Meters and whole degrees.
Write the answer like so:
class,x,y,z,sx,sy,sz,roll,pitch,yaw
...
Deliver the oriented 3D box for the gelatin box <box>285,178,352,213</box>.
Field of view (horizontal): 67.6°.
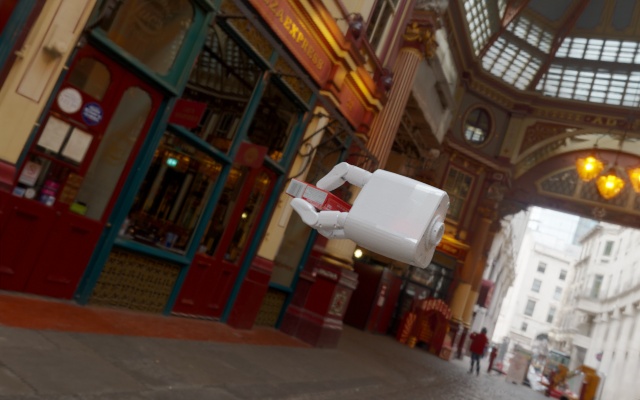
class,x,y,z,sx,sy,sz,roll,pitch,yaw
gelatin box,0.000,0.002,0.738,0.089,0.030,0.073,23,-6,43
